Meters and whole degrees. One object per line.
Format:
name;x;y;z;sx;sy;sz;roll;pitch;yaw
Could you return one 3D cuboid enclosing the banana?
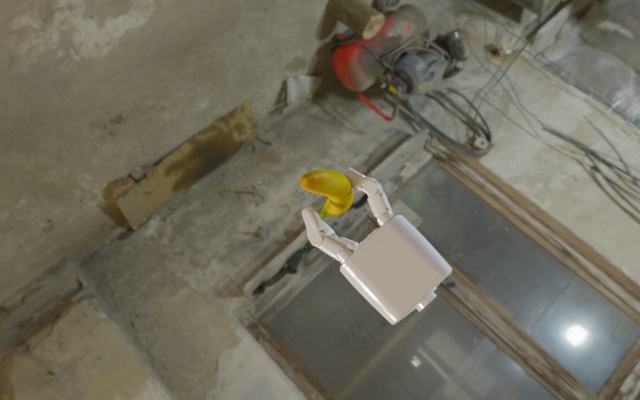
banana;0.015;-0.008;0.691;0.069;0.037;0.198;-37;-18;-6
